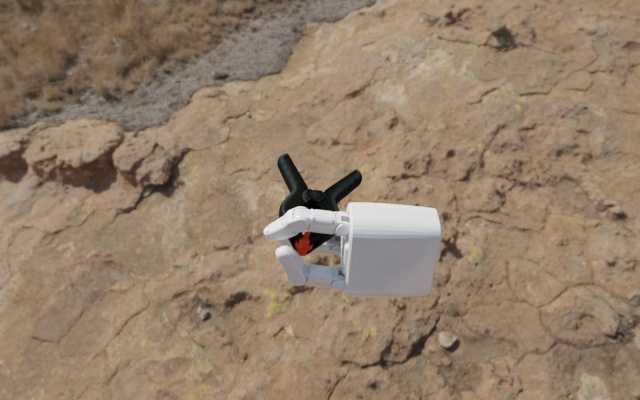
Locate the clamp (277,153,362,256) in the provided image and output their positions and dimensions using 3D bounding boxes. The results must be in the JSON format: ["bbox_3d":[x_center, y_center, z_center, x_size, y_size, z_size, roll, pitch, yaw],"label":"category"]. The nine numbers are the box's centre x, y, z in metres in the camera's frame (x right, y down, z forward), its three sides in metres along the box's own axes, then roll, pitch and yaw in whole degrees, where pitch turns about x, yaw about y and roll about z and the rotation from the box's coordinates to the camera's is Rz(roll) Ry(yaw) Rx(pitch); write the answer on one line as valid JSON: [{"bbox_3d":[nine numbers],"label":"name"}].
[{"bbox_3d":[0.000,0.002,0.623,0.120,0.171,0.039,3,-45,-4],"label":"clamp"}]
